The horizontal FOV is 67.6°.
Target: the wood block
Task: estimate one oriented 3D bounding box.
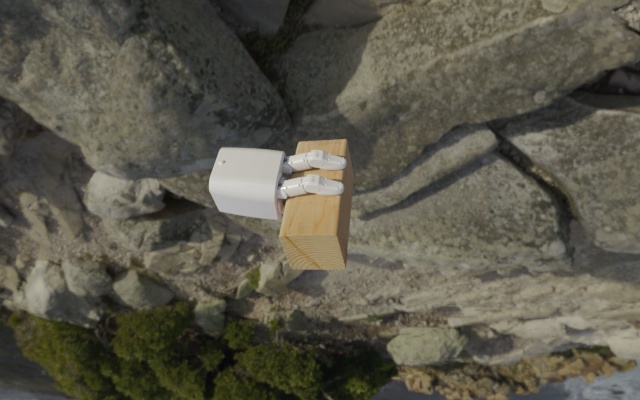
[{"bbox_3d":[0.000,0.003,0.783,0.090,0.206,0.091,-2,-41,12],"label":"wood block"}]
